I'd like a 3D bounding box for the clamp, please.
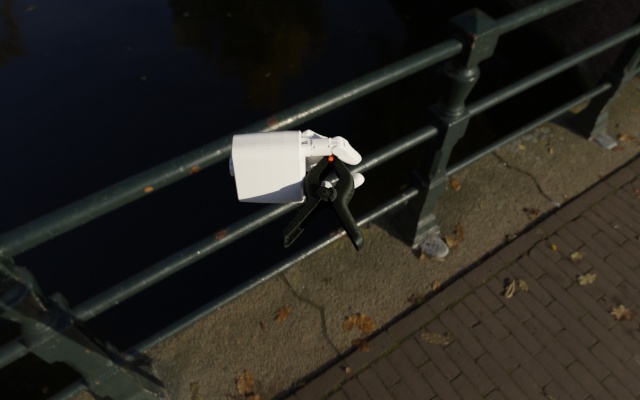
[{"bbox_3d":[0.000,0.002,0.718,0.120,0.171,0.039,-2,-35,0],"label":"clamp"}]
